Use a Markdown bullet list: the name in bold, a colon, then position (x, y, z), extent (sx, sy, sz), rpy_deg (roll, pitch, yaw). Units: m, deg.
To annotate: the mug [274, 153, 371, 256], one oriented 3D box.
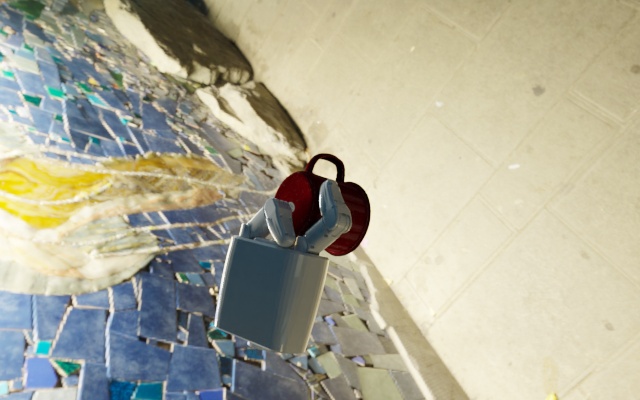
- **mug**: position (0.000, 0.000, 0.556), extent (0.081, 0.117, 0.093), rpy_deg (16, -7, -40)
